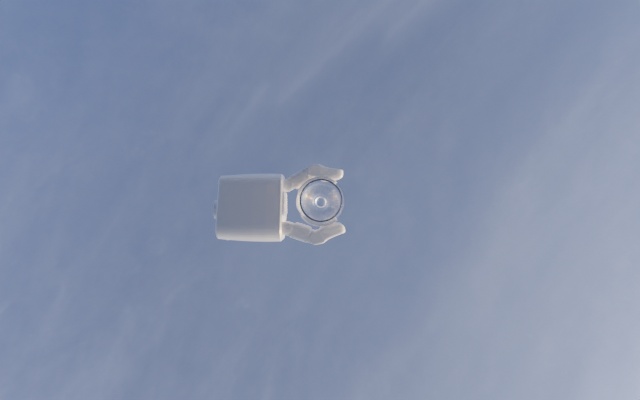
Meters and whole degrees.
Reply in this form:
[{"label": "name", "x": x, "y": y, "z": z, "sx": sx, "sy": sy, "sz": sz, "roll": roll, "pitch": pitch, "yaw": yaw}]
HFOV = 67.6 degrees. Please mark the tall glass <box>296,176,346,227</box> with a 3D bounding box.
[{"label": "tall glass", "x": 0.000, "y": 0.003, "z": 0.782, "sx": 0.079, "sy": 0.079, "sz": 0.201, "roll": 0, "pitch": -2, "yaw": -1}]
